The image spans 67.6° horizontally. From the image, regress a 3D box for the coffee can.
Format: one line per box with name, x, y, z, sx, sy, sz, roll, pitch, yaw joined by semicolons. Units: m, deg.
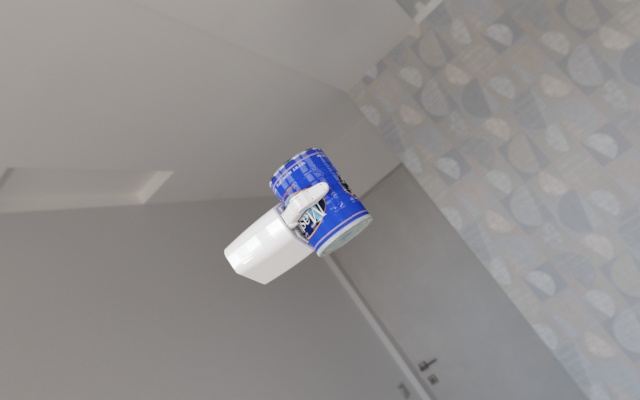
coffee can;0.000;0.002;0.751;0.103;0.140;0.103;-34;-14;-9
